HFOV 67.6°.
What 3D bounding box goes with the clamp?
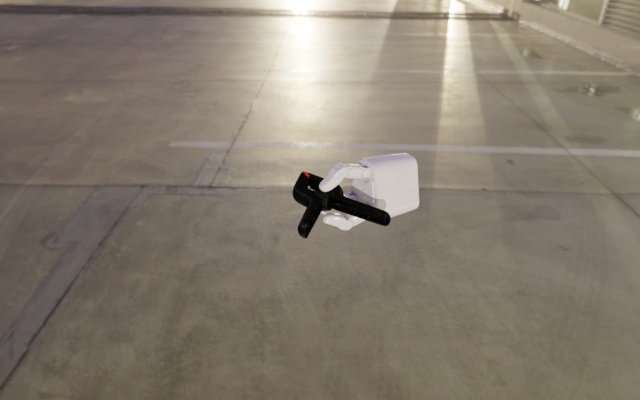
[{"bbox_3d":[0.000,0.002,0.844,0.164,0.036,0.210,-10,30,-29],"label":"clamp"}]
